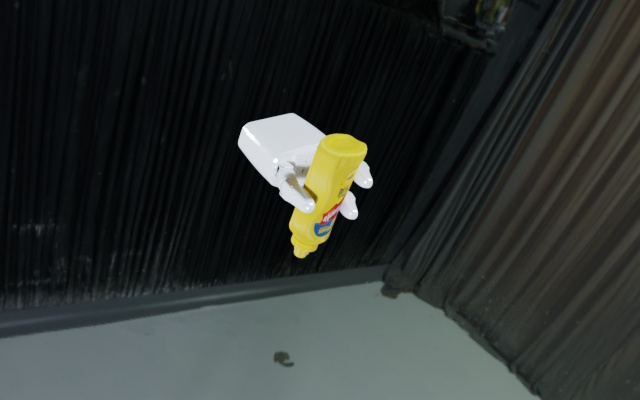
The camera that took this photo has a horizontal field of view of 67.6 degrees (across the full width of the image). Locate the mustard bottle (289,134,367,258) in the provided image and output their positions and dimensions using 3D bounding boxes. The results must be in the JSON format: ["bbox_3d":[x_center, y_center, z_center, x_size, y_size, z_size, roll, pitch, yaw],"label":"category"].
[{"bbox_3d":[0.000,0.002,0.683,0.058,0.192,0.096,30,27,16],"label":"mustard bottle"}]
